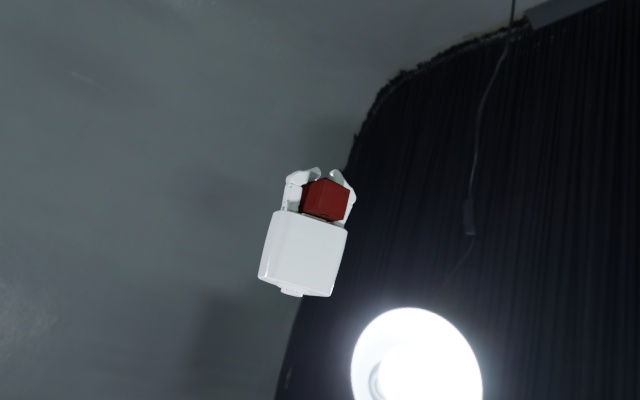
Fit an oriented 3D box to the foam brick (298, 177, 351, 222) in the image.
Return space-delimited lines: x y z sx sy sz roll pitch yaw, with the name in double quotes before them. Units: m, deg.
"foam brick" 0.000 0.002 0.738 0.053 0.051 0.078 24 -19 -28
